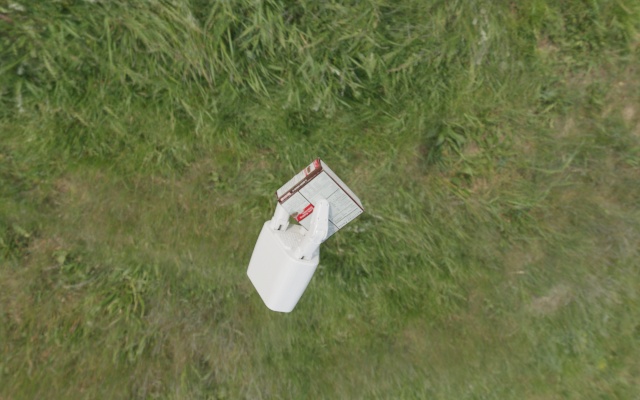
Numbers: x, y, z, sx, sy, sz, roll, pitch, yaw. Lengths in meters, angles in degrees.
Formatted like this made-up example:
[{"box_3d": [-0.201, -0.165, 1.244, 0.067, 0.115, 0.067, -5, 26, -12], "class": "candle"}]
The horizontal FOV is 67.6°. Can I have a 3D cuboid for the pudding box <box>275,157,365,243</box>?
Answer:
[{"box_3d": [0.000, 0.003, 0.739, 0.113, 0.090, 0.039, 44, 14, -35], "class": "pudding box"}]
